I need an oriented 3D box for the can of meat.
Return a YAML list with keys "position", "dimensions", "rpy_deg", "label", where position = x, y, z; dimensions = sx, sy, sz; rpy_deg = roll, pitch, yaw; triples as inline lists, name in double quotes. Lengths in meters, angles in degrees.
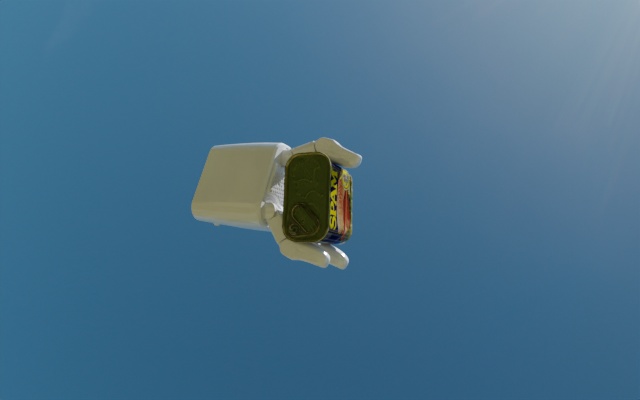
- position: [0.000, 0.002, 0.567]
  dimensions: [0.057, 0.102, 0.084]
  rpy_deg: [-2, -9, 23]
  label: "can of meat"
